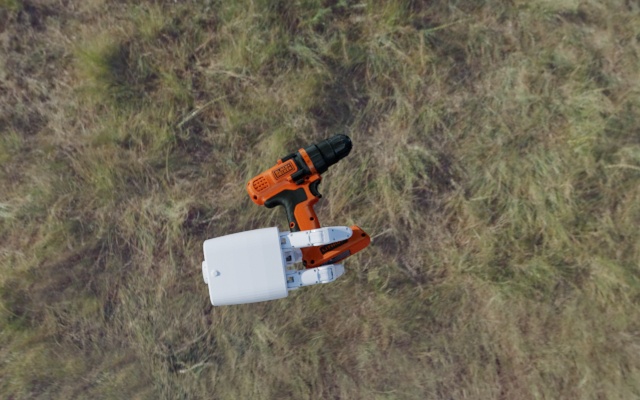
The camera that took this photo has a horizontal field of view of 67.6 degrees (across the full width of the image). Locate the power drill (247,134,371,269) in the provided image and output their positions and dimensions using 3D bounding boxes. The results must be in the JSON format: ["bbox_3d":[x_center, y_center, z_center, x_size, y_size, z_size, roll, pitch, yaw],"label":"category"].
[{"bbox_3d":[0.000,0.003,0.741,0.184,0.187,0.057,-30,-23,-1],"label":"power drill"}]
